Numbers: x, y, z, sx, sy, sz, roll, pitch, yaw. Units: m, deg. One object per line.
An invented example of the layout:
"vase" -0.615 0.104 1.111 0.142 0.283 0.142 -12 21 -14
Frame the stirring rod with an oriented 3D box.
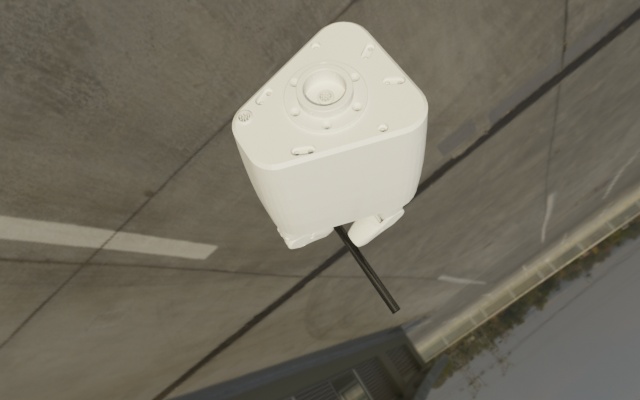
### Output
"stirring rod" 0.000 0.001 0.445 0.011 0.239 0.011 -29 -22 -13
